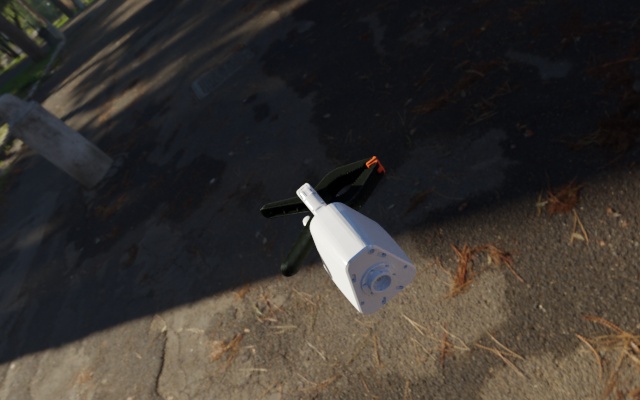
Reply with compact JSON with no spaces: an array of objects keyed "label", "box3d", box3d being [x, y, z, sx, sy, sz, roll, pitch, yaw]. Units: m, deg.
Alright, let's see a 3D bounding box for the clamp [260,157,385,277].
[{"label":"clamp","box3d":[0.000,0.002,0.723,0.036,0.210,0.164,50,0,-38]}]
